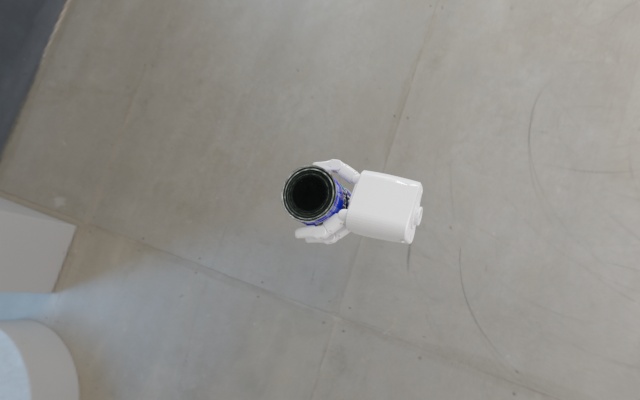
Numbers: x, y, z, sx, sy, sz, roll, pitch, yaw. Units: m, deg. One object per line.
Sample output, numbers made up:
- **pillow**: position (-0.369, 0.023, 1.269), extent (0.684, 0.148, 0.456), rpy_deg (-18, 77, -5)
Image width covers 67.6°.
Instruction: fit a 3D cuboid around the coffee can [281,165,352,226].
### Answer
- **coffee can**: position (0.000, 0.003, 0.886), extent (0.103, 0.102, 0.140), rpy_deg (0, -12, 18)
